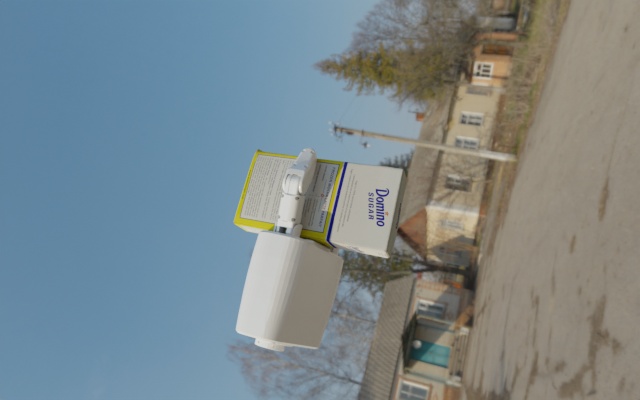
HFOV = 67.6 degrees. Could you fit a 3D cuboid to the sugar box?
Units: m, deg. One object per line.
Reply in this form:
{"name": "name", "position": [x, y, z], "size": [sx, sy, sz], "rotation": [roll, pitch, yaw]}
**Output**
{"name": "sugar box", "position": [0.000, 0.002, 0.532], "size": [0.176, 0.093, 0.048], "rotation": [10, -14, 17]}
